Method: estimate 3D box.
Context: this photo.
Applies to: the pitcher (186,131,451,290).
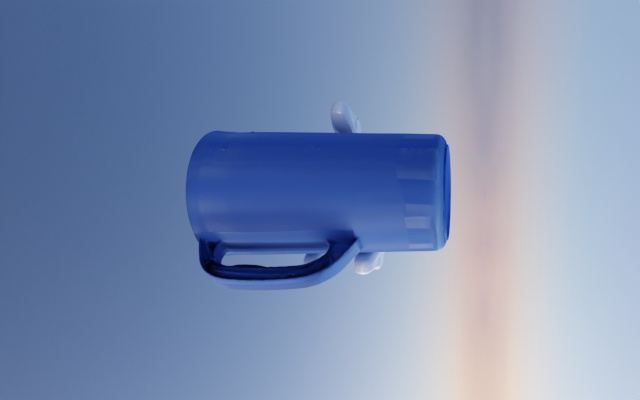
[{"bbox_3d":[0.000,0.001,0.469,0.243,0.149,0.145,0,7,18],"label":"pitcher"}]
